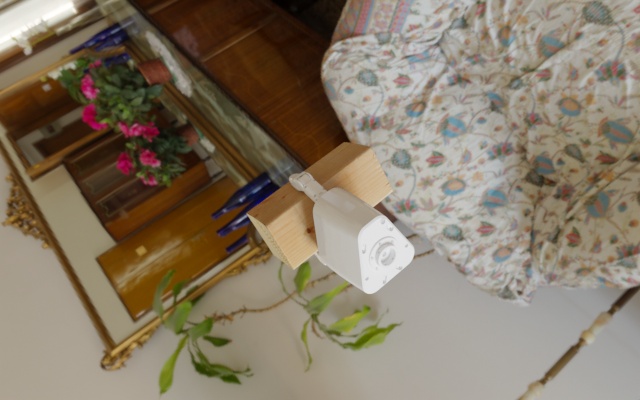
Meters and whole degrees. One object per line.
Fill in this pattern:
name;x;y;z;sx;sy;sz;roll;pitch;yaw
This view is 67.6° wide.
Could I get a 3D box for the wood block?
wood block;0.000;0.002;0.764;0.206;0.091;0.090;-37;25;-16
